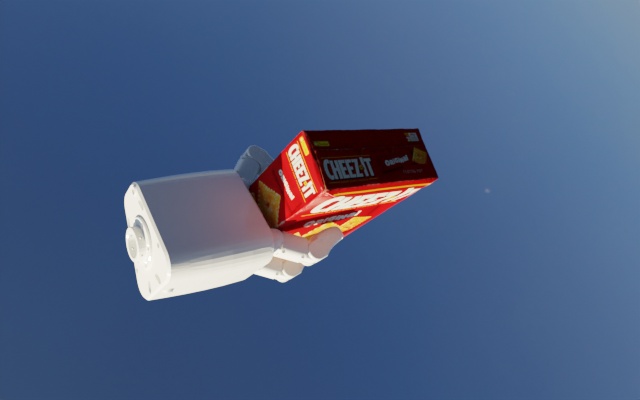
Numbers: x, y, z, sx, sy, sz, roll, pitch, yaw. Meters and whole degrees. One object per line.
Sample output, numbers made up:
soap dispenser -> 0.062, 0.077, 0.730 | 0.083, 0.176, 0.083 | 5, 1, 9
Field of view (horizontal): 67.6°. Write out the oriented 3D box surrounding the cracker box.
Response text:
cracker box -> 0.000, 0.002, 0.544 | 0.164, 0.072, 0.214 | -8, -19, -39
